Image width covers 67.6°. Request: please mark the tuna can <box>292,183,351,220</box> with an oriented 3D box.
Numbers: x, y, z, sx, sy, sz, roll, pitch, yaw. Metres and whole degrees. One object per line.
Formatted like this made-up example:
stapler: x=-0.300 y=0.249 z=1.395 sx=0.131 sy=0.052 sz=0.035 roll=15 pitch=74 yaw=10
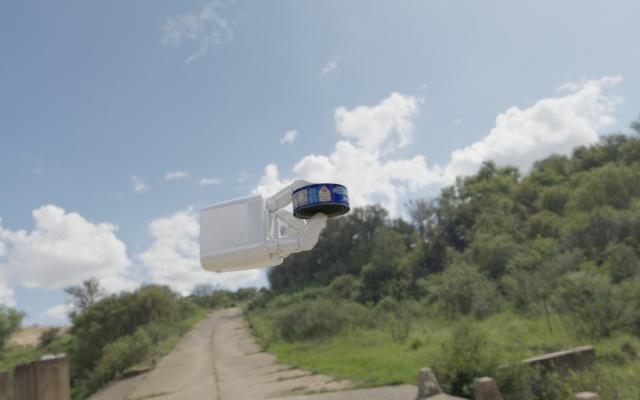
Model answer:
tuna can: x=0.000 y=0.002 z=0.708 sx=0.086 sy=0.033 sz=0.086 roll=-6 pitch=-16 yaw=-2
